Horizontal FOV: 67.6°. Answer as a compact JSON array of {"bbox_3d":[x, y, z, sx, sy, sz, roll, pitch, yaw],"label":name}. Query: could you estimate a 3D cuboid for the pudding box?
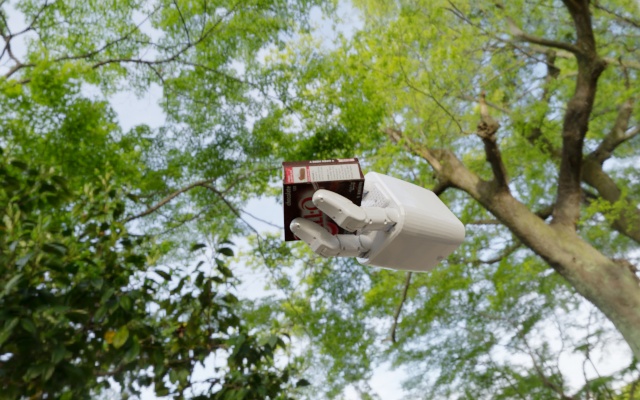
[{"bbox_3d":[0.000,0.002,0.557,0.090,0.039,0.114,-4,-41,-6],"label":"pudding box"}]
